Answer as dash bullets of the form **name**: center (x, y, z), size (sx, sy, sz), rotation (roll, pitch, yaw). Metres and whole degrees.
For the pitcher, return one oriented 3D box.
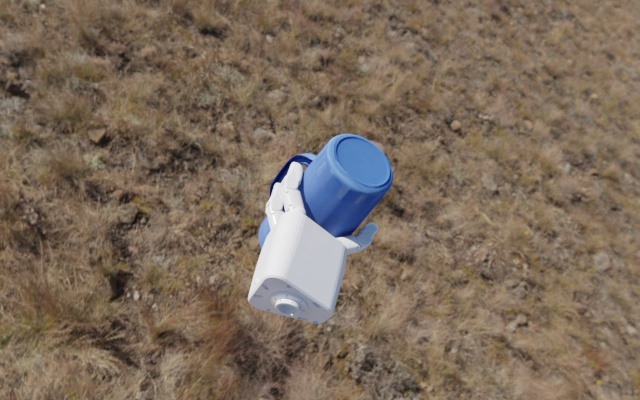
- **pitcher**: center (0.000, 0.003, 0.747), size (0.149, 0.145, 0.243), rotation (28, -44, -10)
